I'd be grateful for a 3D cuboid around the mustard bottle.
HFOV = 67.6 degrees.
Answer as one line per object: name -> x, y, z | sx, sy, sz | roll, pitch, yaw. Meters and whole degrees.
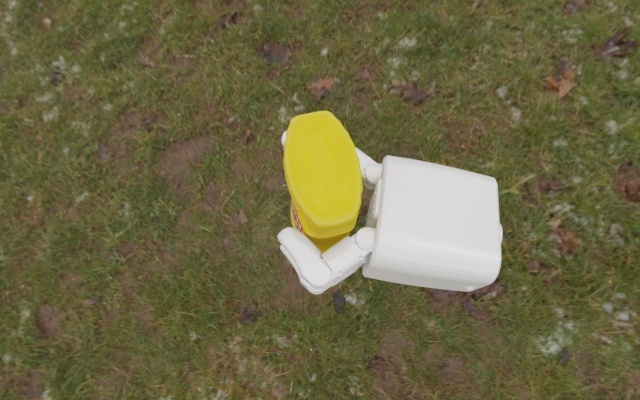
mustard bottle -> 0.000, 0.001, 0.447 | 0.058, 0.096, 0.192 | -13, -17, -5
